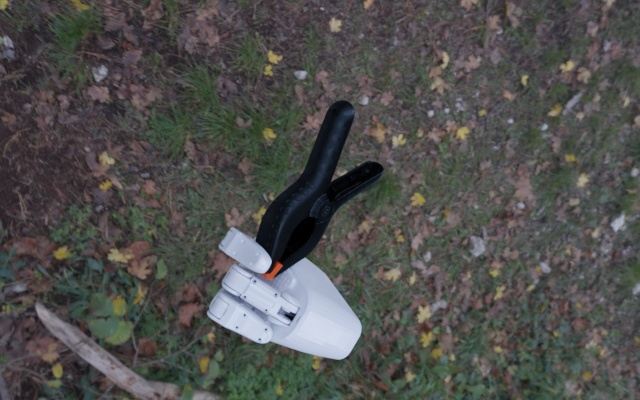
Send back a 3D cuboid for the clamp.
[{"bbox_3d":[0.000,0.002,0.457,0.039,0.171,0.120,34,-1,39],"label":"clamp"}]
